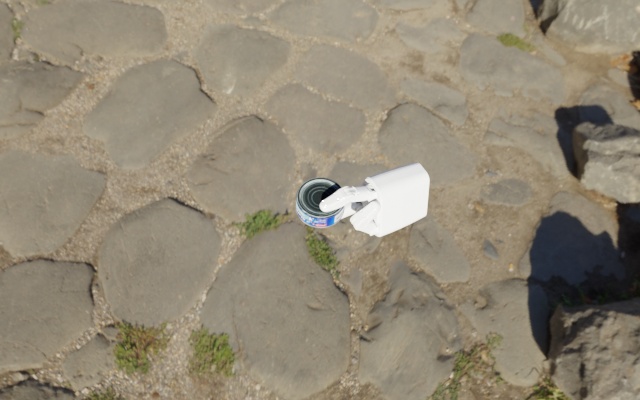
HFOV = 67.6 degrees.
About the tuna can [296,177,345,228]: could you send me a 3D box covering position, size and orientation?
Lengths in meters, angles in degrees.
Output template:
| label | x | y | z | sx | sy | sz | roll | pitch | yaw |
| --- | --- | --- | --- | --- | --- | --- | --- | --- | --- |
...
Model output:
| label | x | y | z | sx | sy | sz | roll | pitch | yaw |
| --- | --- | --- | --- | --- | --- | --- | --- | --- | --- |
| tuna can | 0.000 | 0.002 | 0.822 | 0.086 | 0.086 | 0.034 | 0 | -33 | -3 |
